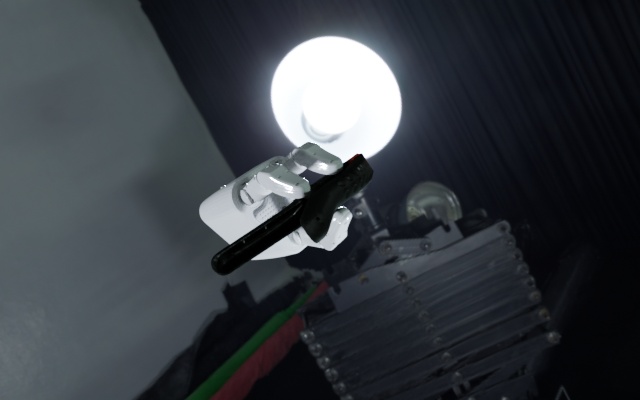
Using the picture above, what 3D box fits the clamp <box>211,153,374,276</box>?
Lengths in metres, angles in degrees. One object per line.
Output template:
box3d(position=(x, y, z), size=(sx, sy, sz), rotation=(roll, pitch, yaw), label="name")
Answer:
box3d(position=(0.001, 0.002, 0.489), size=(0.210, 0.036, 0.164), rotation=(-38, 11, -37), label="clamp")
